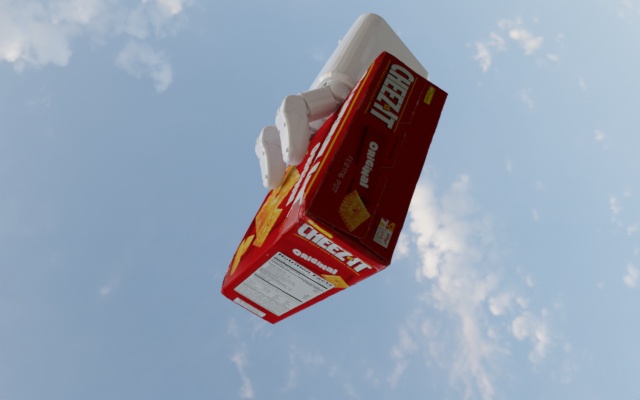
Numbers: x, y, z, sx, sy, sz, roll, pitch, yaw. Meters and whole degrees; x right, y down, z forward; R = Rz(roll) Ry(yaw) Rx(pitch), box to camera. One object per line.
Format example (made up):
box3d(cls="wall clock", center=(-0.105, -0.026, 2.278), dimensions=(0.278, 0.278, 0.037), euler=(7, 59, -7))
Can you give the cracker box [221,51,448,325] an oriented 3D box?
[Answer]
box3d(cls="cracker box", center=(0.000, 0.001, 0.410), dimensions=(0.072, 0.164, 0.214), euler=(31, -33, -10))
